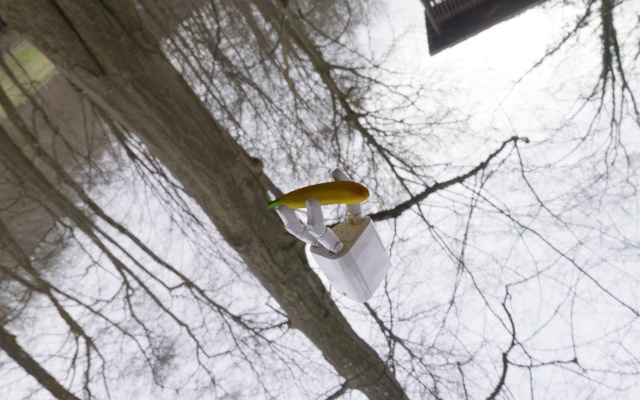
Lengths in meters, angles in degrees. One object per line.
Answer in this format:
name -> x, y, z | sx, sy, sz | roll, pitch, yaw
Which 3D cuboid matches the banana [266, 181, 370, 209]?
banana -> 0.007, -0.006, 0.772 | 0.198, 0.037, 0.069 | -9, 22, 37
